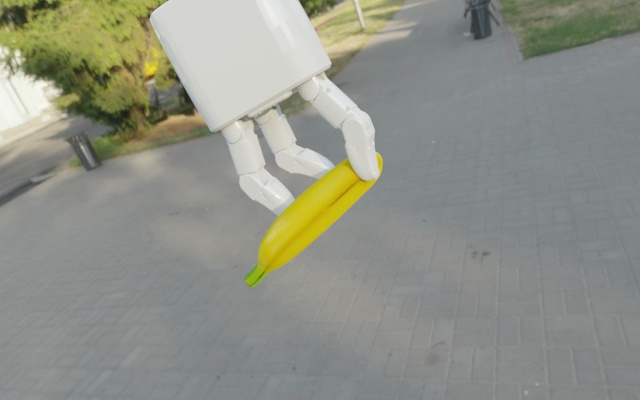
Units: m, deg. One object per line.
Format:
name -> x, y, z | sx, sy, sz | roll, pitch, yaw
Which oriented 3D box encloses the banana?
banana -> 0.006, -0.002, 0.432 | 0.197, 0.037, 0.070 | -41, 4, -32
